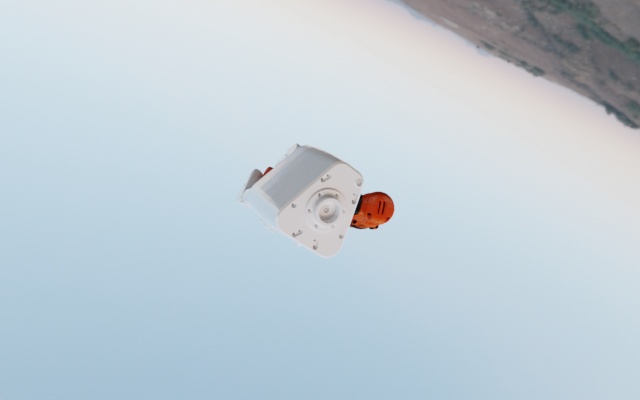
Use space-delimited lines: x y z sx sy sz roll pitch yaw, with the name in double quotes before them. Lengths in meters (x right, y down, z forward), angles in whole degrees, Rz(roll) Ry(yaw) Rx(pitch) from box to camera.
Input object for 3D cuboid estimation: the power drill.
"power drill" 0.000 0.002 0.715 0.187 0.057 0.184 11 -9 -10
